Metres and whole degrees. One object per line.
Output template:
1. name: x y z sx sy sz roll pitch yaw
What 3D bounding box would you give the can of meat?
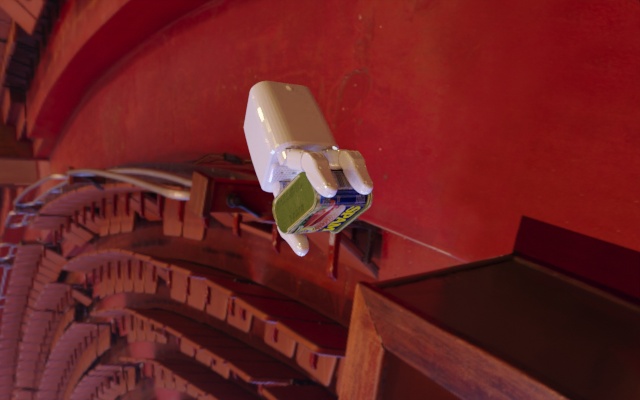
1. can of meat: 0.000 0.002 0.593 0.084 0.057 0.102 -2 -27 -37
